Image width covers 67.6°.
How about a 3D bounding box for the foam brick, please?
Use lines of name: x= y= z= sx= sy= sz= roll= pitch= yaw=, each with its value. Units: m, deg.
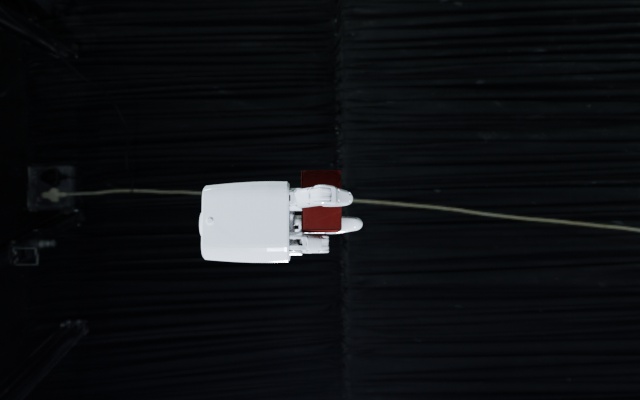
foam brick: x=0.000 y=0.002 z=0.618 sx=0.051 sy=0.078 sz=0.053 roll=0 pitch=-7 yaw=-2
